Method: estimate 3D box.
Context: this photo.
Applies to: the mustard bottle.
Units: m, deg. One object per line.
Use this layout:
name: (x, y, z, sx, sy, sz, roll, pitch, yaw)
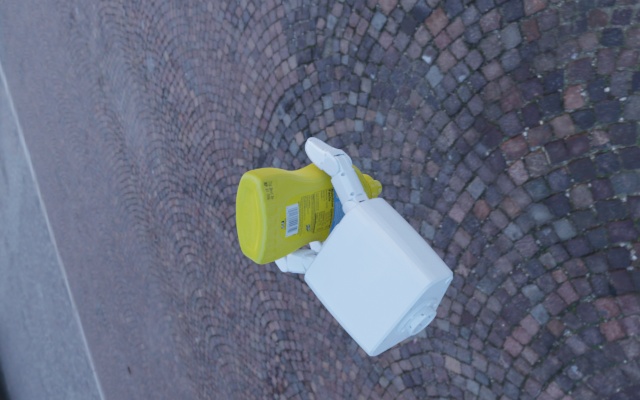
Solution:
mustard bottle: (0.000, 0.002, 0.538, 0.191, 0.096, 0.058, -14, 24, -39)
